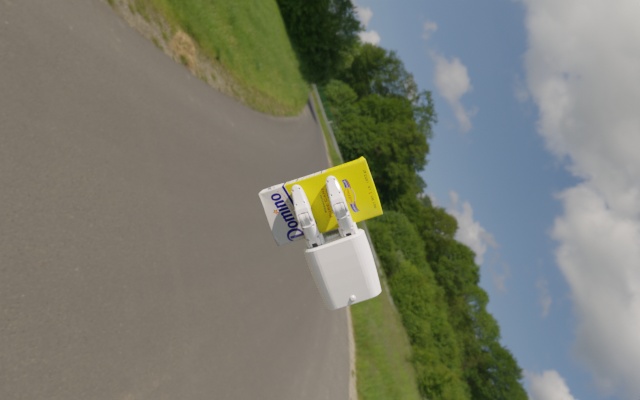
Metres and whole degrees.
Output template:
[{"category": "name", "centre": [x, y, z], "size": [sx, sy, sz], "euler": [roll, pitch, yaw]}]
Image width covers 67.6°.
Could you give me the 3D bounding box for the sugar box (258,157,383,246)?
[{"category": "sugar box", "centre": [0.000, 0.003, 0.754], "size": [0.176, 0.093, 0.048], "euler": [-19, 9, 4]}]
